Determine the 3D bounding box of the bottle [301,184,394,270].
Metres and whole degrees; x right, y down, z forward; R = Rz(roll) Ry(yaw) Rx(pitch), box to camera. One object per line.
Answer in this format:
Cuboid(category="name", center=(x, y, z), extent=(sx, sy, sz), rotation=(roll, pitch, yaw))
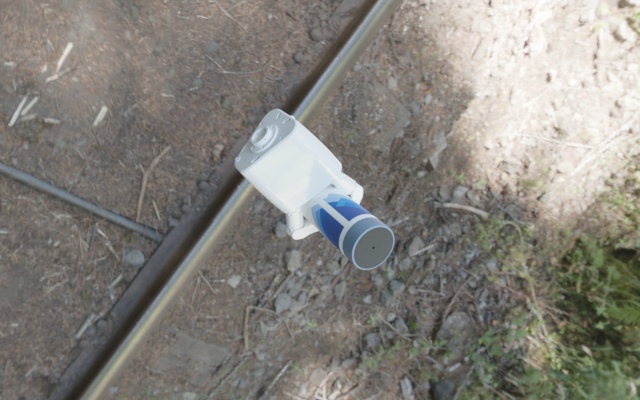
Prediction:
Cuboid(category="bottle", center=(0.000, 0.003, 0.735), extent=(0.069, 0.069, 0.295), rotation=(0, 24, -31))
